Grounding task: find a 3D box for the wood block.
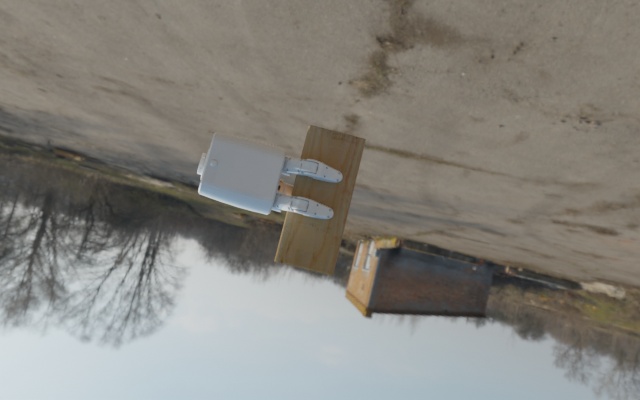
[{"bbox_3d":[0.000,0.002,0.735,0.090,0.206,0.091,14,-6,0],"label":"wood block"}]
